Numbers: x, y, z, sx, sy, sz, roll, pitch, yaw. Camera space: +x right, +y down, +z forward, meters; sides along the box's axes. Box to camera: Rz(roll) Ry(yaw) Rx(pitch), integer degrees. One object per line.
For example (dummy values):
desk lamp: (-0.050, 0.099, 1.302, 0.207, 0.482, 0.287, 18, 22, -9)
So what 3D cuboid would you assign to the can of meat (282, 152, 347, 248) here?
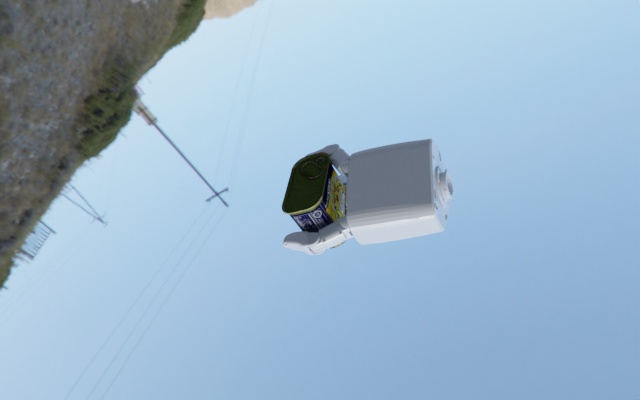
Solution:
can of meat: (0.000, 0.002, 0.633, 0.057, 0.102, 0.084, -13, -47, 26)
